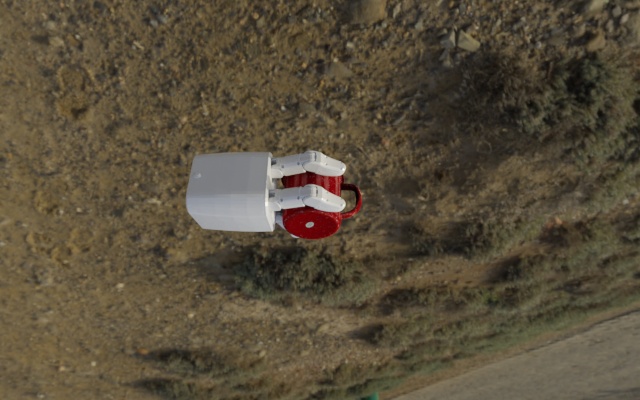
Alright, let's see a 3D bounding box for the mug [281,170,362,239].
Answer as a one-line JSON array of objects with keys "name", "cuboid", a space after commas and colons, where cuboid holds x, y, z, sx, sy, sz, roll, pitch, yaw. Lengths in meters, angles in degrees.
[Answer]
[{"name": "mug", "cuboid": [0.002, 0.002, 0.678, 0.117, 0.081, 0.093, 0, -34, 2]}]
